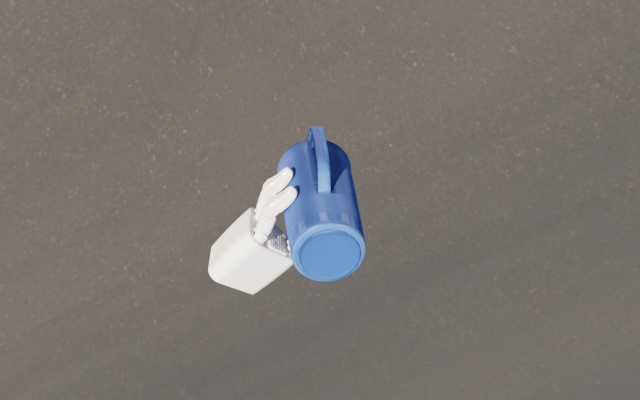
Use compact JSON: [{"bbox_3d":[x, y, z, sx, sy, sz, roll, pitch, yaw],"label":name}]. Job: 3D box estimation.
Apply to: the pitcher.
[{"bbox_3d":[0.000,0.003,0.762,0.149,0.145,0.242,41,21,-28],"label":"pitcher"}]
